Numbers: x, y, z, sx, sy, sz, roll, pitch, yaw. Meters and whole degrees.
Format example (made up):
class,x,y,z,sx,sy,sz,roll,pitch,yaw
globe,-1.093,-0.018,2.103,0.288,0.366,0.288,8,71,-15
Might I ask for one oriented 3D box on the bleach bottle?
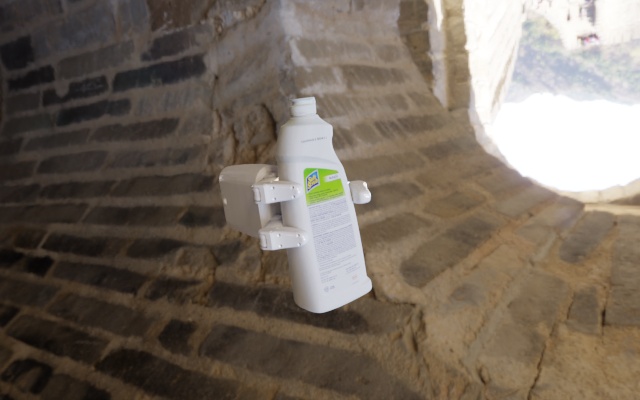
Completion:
class,x,y,z,sx,sy,sz,roll,pitch,yaw
bleach bottle,0.000,0.002,0.582,0.102,0.251,0.068,-17,16,-37
